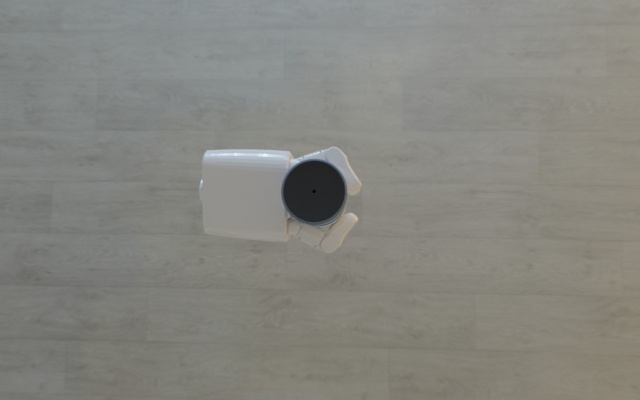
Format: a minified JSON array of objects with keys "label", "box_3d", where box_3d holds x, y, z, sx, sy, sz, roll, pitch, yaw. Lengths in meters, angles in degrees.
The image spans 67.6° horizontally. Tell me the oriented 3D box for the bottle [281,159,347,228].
[{"label":"bottle","box_3d":[0.000,0.002,0.621,0.069,0.069,0.296,0,-4,3]}]
